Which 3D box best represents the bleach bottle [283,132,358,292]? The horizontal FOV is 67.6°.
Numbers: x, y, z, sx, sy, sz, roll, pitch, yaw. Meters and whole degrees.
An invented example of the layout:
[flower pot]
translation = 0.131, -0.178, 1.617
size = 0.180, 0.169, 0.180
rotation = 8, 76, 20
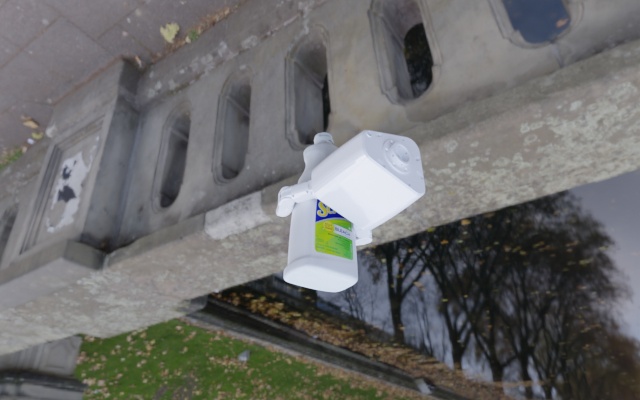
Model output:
[bleach bottle]
translation = 0.000, 0.002, 0.706
size = 0.102, 0.250, 0.068
rotation = 19, -37, -30
